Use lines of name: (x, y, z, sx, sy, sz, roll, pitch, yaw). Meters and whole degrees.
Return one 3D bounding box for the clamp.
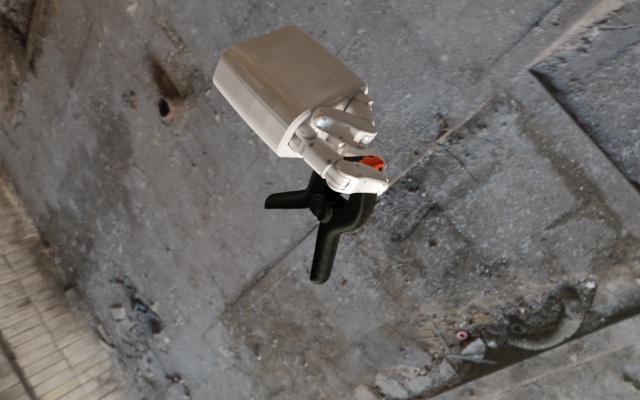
clamp: (0.000, 0.002, 0.514, 0.039, 0.120, 0.171, -27, -23, -49)
